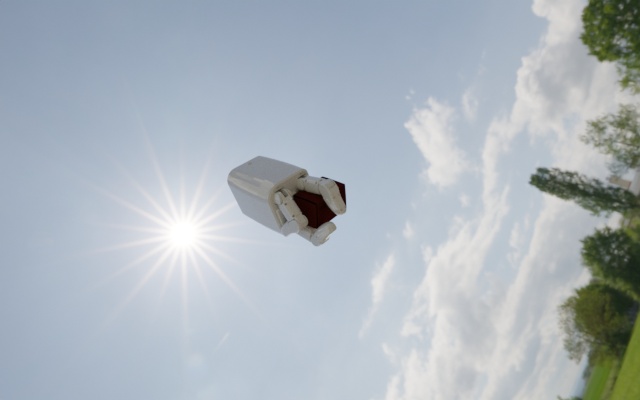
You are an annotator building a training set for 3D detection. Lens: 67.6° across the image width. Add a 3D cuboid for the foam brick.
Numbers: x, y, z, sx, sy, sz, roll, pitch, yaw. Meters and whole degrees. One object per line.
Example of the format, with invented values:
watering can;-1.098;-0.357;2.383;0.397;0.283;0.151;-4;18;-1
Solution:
foam brick;0.000;0.003;0.798;0.051;0.053;0.078;21;39;34
